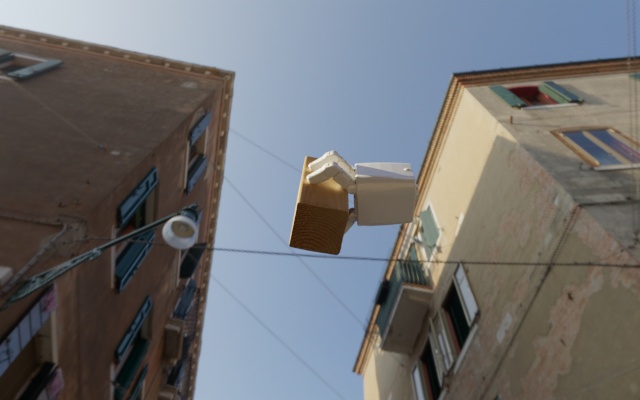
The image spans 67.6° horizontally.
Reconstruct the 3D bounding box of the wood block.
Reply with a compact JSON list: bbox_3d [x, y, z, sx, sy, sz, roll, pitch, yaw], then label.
[{"bbox_3d":[0.000,0.003,0.890,0.090,0.091,0.206,10,27,-2],"label":"wood block"}]
